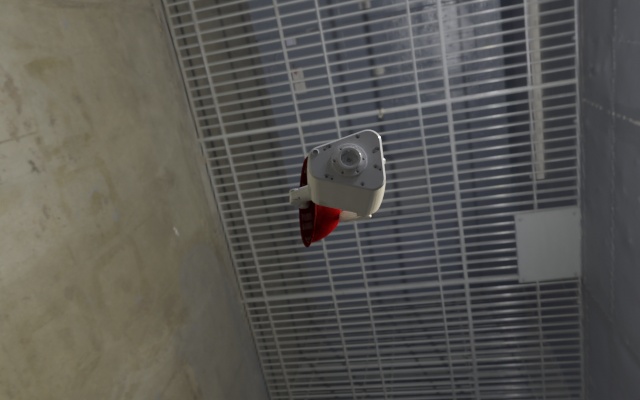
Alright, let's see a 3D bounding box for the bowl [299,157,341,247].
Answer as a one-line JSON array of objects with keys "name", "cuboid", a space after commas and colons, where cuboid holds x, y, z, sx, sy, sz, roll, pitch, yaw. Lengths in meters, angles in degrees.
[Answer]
[{"name": "bowl", "cuboid": [0.000, 0.003, 0.856, 0.055, 0.162, 0.162, 1, 0, -12]}]
